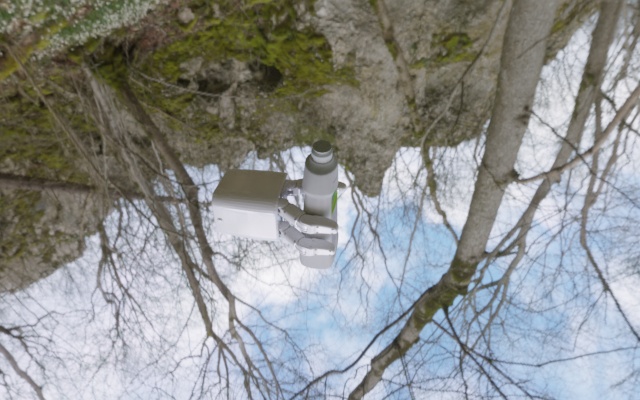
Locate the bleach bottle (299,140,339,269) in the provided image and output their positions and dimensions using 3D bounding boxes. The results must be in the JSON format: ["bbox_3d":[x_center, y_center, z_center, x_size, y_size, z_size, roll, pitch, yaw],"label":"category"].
[{"bbox_3d":[0.000,0.003,0.782,0.068,0.102,0.251,6,-44,4],"label":"bleach bottle"}]
